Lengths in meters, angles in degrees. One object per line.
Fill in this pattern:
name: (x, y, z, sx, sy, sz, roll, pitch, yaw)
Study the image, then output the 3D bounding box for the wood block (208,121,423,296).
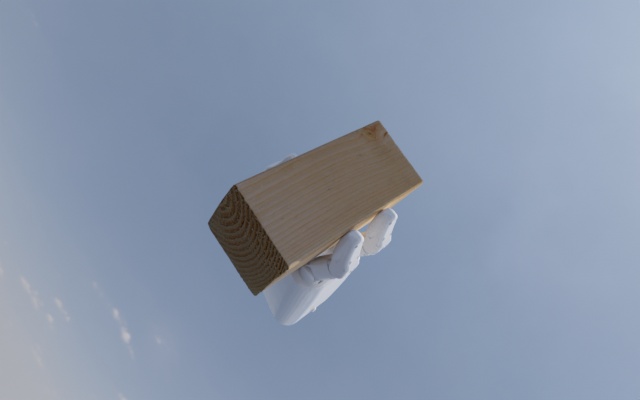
wood block: (0.000, 0.002, 0.506, 0.206, 0.091, 0.090, -29, -10, -38)
